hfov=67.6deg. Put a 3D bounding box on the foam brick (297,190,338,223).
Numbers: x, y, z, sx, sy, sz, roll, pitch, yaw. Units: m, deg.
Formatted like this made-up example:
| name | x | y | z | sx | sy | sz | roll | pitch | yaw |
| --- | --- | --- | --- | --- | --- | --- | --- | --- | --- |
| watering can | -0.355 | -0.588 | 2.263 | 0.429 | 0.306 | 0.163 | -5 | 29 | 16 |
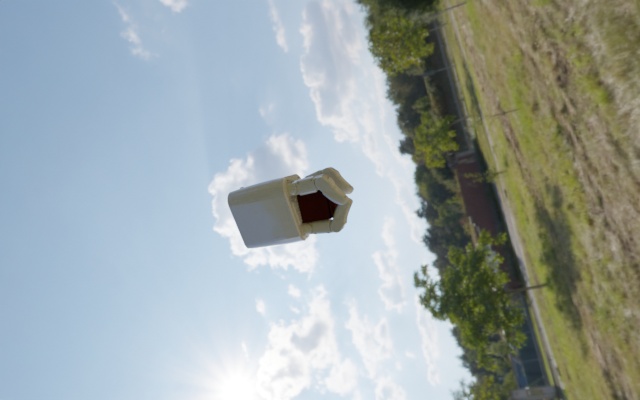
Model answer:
| name | x | y | z | sx | sy | sz | roll | pitch | yaw |
| --- | --- | --- | --- | --- | --- | --- | --- | --- | --- |
| foam brick | 0.000 | 0.003 | 0.802 | 0.051 | 0.053 | 0.078 | -11 | 4 | 17 |
